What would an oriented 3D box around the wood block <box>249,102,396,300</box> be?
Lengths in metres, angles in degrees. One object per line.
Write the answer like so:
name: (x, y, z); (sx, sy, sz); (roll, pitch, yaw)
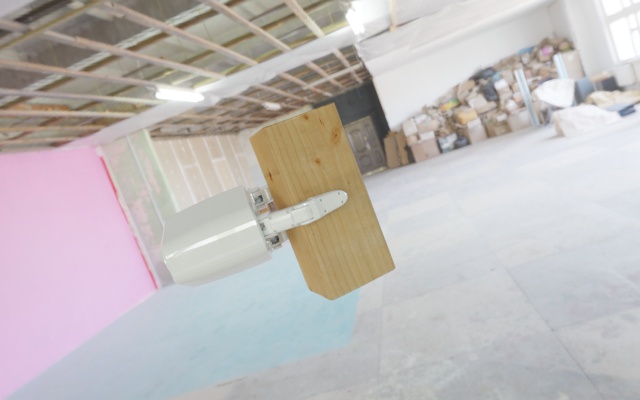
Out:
wood block: (0.000, 0.002, 0.573); (0.090, 0.206, 0.091); (-23, 7, -18)
